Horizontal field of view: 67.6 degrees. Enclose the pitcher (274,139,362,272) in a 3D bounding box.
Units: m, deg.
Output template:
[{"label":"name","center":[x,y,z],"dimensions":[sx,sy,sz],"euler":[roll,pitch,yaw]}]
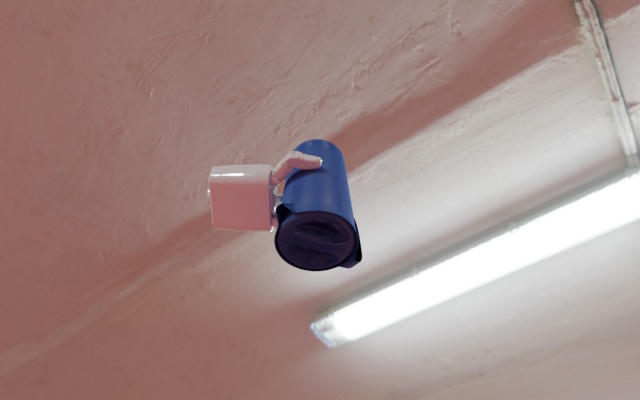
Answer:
[{"label":"pitcher","center":[0.000,0.003,0.848],"dimensions":[0.145,0.149,0.242],"euler":[0,38,1]}]
